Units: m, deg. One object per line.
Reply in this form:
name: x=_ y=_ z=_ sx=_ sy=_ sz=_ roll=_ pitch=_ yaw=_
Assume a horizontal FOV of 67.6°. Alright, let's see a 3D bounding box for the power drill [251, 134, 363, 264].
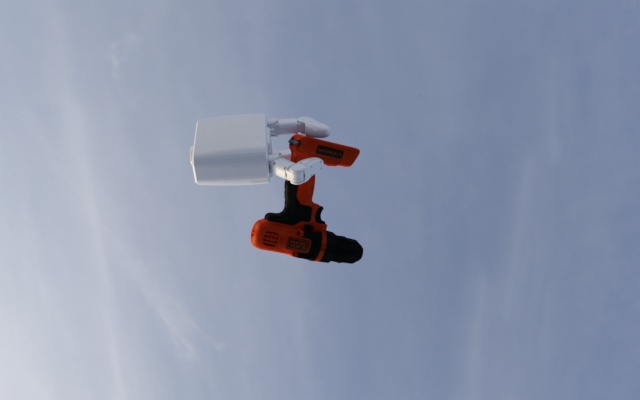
power drill: x=0.000 y=0.002 z=0.733 sx=0.184 sy=0.187 sz=0.057 roll=12 pitch=6 yaw=-22
